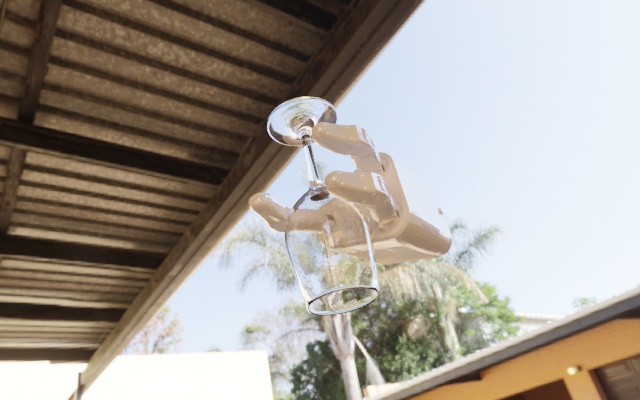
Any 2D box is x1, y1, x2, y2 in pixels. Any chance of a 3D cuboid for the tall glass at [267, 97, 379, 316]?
[{"bbox_3d":[0.000,0.001,0.448,0.079,0.201,0.079,-9,-31,-6],"label":"tall glass"}]
